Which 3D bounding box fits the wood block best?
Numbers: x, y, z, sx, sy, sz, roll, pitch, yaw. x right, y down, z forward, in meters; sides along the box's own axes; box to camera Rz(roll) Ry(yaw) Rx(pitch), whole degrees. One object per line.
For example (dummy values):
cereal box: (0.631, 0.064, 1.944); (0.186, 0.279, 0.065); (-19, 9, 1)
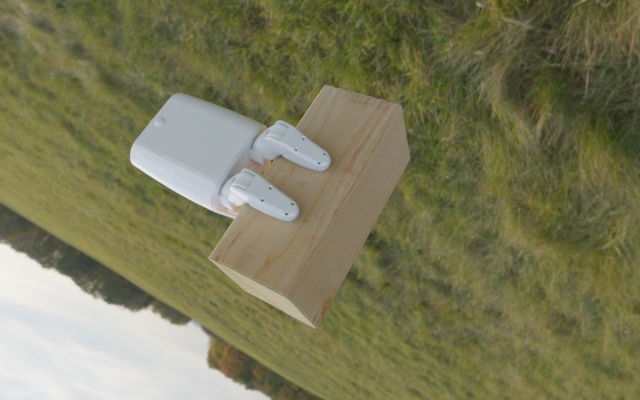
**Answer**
wood block: (0.000, 0.002, 0.461); (0.090, 0.206, 0.091); (21, -22, 26)
